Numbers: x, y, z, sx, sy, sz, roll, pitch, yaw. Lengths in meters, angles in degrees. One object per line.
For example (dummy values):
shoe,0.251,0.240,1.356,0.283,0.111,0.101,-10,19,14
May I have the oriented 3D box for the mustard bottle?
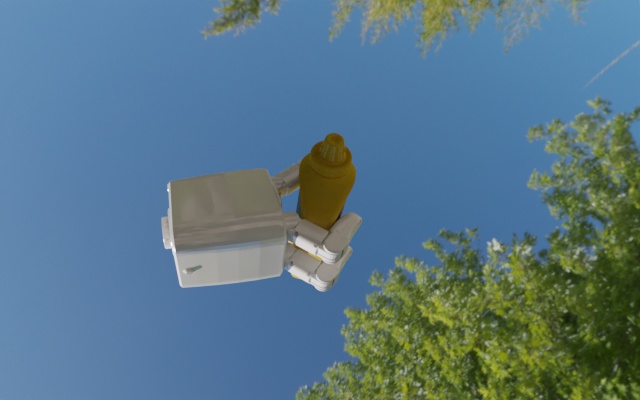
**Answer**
mustard bottle,0.000,0.002,0.518,0.058,0.096,0.192,13,-39,1
